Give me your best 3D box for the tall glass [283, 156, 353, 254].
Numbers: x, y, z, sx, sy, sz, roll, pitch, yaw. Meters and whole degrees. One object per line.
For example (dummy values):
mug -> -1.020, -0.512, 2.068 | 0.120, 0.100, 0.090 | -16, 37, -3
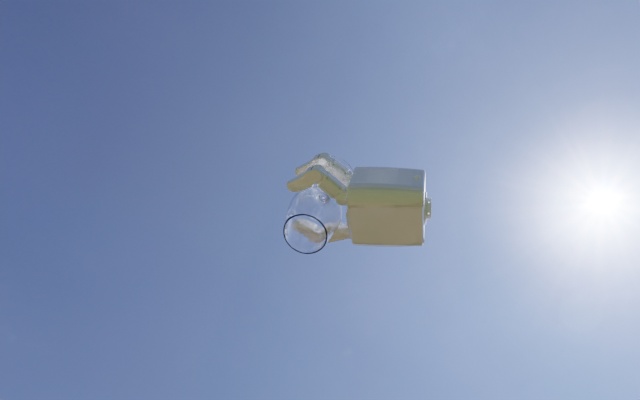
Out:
tall glass -> 0.000, 0.002, 0.725 | 0.079, 0.079, 0.201 | 0, 26, 14
